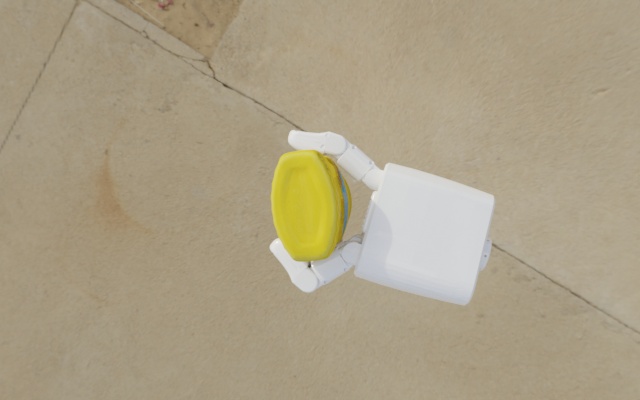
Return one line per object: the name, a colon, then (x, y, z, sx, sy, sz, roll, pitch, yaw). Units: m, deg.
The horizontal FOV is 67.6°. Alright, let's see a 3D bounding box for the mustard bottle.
mustard bottle: (0.000, 0.002, 0.494, 0.058, 0.096, 0.191, -8, 1, 9)
